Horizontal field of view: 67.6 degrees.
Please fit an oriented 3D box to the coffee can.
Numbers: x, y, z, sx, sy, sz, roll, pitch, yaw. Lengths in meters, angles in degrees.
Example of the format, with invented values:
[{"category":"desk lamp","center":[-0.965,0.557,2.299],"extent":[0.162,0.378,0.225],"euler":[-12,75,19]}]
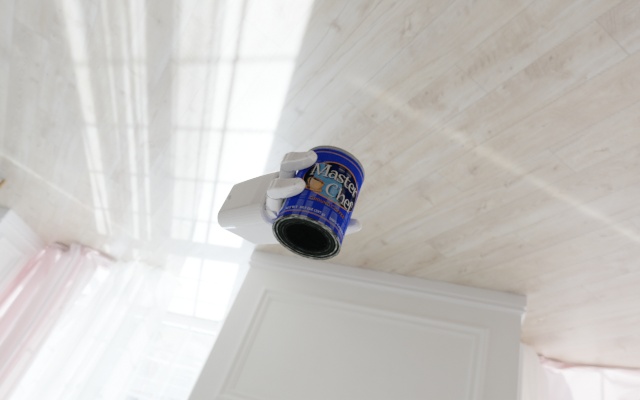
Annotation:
[{"category":"coffee can","center":[0.000,0.002,0.712],"extent":[0.103,0.140,0.103],"euler":[14,-37,11]}]
